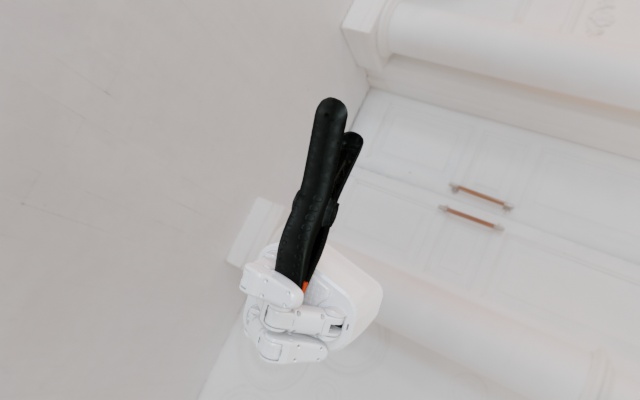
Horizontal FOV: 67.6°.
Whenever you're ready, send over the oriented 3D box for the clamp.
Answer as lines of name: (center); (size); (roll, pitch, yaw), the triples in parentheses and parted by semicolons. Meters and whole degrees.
clamp: (0.001, 0.002, 0.423); (0.039, 0.171, 0.120); (21, 8, 19)
